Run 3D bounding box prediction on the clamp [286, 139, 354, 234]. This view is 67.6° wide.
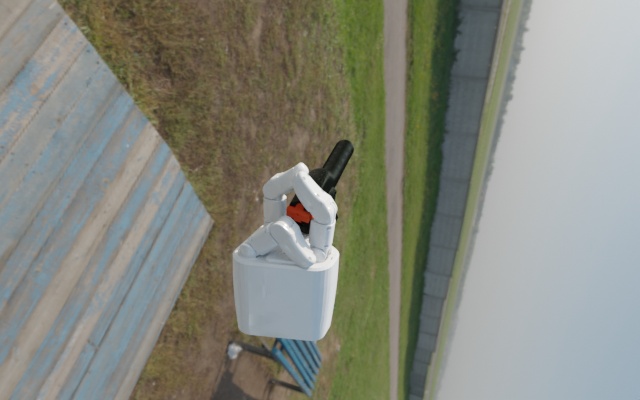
[{"bbox_3d":[0.001,0.002,0.593,0.039,0.120,0.171,13,27,18],"label":"clamp"}]
